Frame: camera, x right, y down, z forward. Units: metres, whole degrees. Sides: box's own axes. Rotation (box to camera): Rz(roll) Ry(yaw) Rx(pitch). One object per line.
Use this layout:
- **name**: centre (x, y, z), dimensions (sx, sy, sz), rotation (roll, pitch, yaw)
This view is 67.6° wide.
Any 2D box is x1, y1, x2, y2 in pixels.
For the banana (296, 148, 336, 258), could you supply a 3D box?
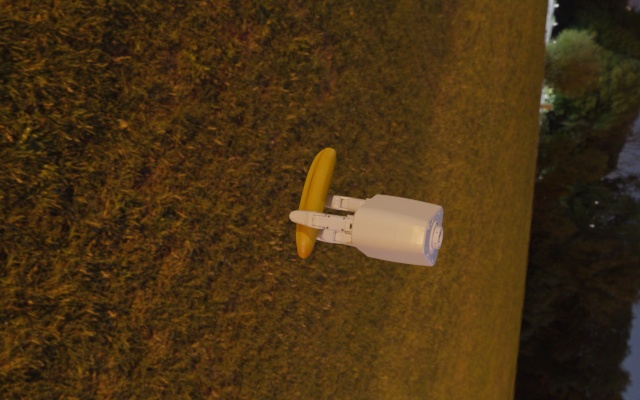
- **banana**: centre (-0.004, -0.009, 0.755), dimensions (0.037, 0.197, 0.070), rotation (8, -23, 21)
